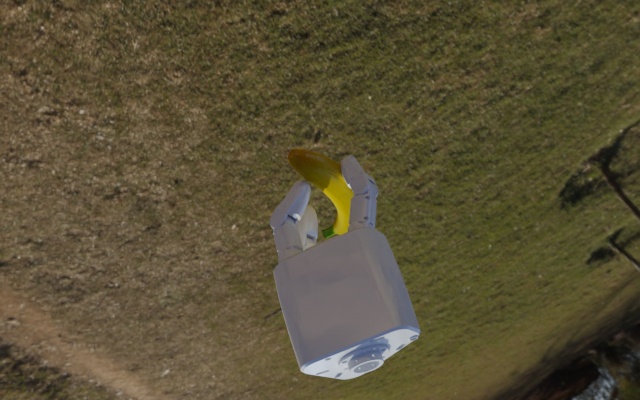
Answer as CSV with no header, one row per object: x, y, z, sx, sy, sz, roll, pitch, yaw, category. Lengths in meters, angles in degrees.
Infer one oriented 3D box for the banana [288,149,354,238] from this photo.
0.019,-0.002,0.568,0.069,0.037,0.198,-16,-34,4,banana
